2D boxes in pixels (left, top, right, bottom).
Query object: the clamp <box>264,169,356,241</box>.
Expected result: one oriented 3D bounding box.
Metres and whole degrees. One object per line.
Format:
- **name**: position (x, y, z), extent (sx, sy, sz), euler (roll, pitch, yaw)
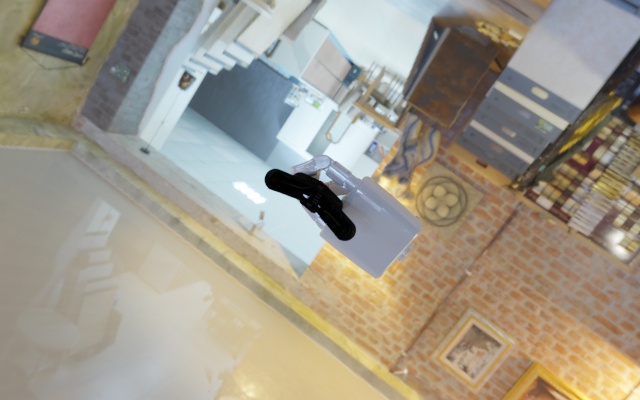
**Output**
- **clamp**: position (0.000, 0.002, 0.601), extent (0.120, 0.039, 0.171), euler (43, 11, 6)
